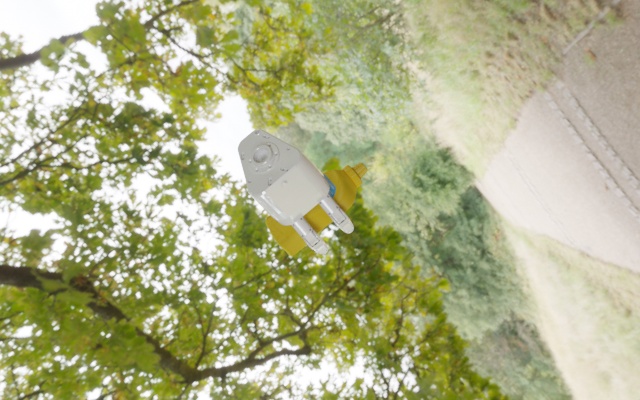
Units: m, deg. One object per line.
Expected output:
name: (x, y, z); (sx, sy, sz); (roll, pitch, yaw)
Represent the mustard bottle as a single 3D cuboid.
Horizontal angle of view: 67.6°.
mustard bottle: (0.000, 0.003, 0.803); (0.058, 0.191, 0.096); (50, 1, -34)
